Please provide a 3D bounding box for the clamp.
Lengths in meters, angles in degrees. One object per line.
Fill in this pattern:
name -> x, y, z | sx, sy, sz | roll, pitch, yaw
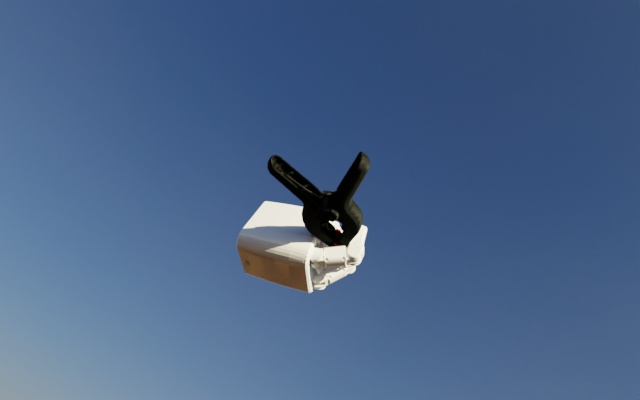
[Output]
clamp -> 0.000, 0.002, 0.599 | 0.120, 0.039, 0.172 | 10, -43, 13
